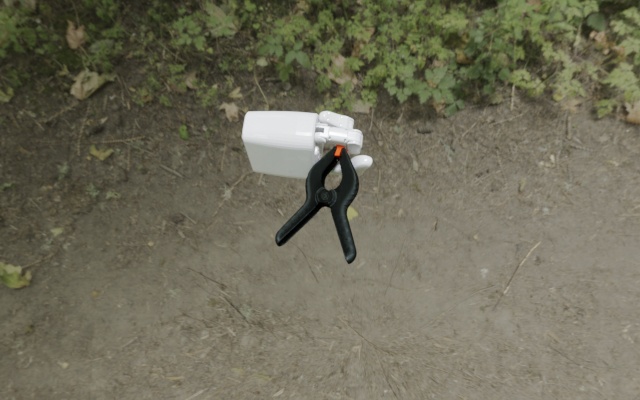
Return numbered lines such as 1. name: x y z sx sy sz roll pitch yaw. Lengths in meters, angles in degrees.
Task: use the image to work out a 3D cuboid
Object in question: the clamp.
1. clamp: 0.000 0.002 0.692 0.120 0.171 0.039 5 -15 9
